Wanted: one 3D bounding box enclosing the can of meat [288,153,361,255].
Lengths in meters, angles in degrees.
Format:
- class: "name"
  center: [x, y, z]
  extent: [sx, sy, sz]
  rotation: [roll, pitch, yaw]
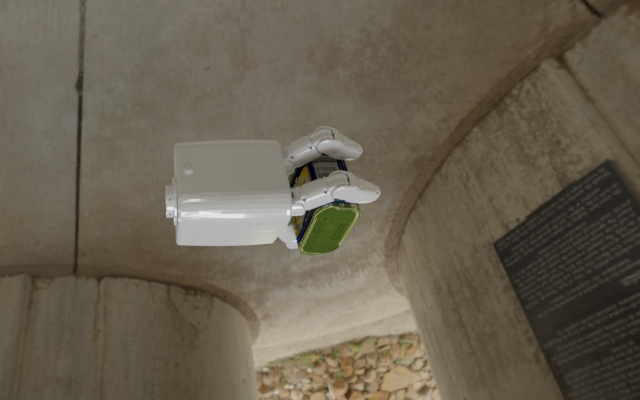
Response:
- class: "can of meat"
  center: [0.000, 0.002, 0.536]
  extent: [0.057, 0.084, 0.102]
  rotation: [0, -36, -20]
